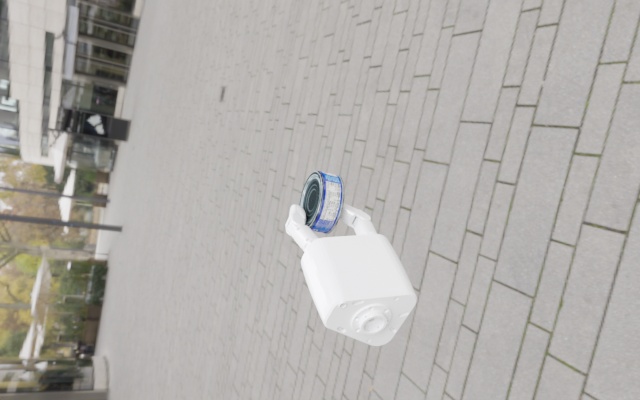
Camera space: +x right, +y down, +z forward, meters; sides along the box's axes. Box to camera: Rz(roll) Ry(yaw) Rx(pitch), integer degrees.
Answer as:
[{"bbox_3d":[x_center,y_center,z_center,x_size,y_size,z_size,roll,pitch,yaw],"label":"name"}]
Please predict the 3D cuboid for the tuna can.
[{"bbox_3d":[0.000,0.002,0.670,0.034,0.086,0.086,12,-4,-21],"label":"tuna can"}]
